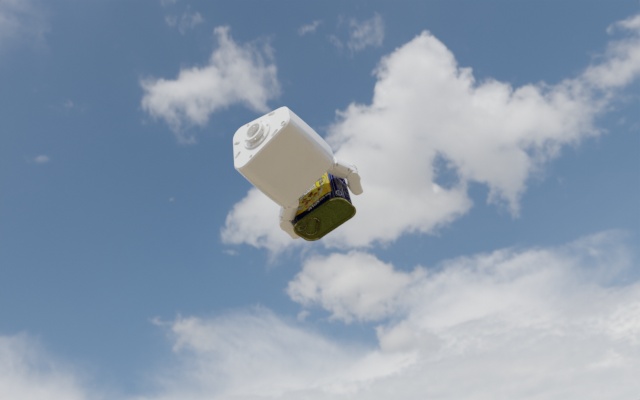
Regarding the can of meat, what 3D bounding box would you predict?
[{"bbox_3d":[0.000,0.002,0.771,0.102,0.083,0.057,-35,-47,22],"label":"can of meat"}]
